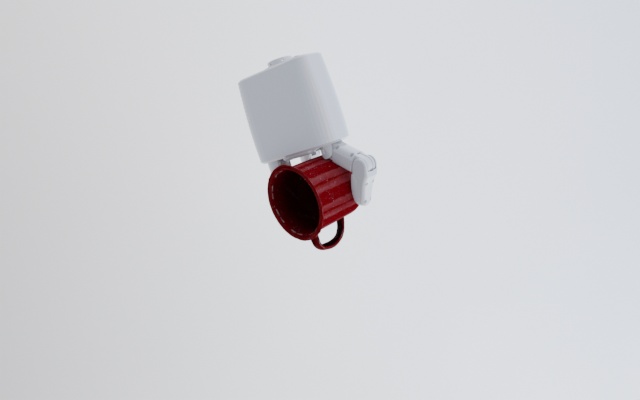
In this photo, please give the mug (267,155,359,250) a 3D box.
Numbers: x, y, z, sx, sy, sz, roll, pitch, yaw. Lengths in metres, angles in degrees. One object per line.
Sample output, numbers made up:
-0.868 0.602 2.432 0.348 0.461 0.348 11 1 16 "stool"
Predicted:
0.001 0.003 0.578 0.081 0.117 0.093 -26 12 -40 "mug"
